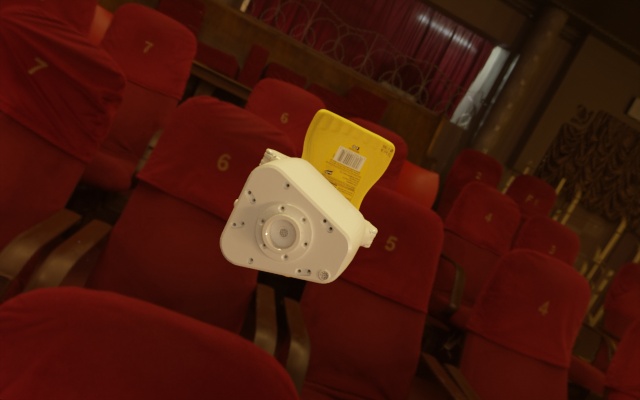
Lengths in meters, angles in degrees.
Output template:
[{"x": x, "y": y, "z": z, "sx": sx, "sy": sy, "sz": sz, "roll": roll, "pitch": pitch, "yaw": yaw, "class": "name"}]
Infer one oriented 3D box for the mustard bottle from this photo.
[{"x": 0.000, "y": 0.001, "z": 0.544, "sx": 0.096, "sy": 0.191, "sz": 0.058, "roll": 24, "pitch": 10, "yaw": -18, "class": "mustard bottle"}]
